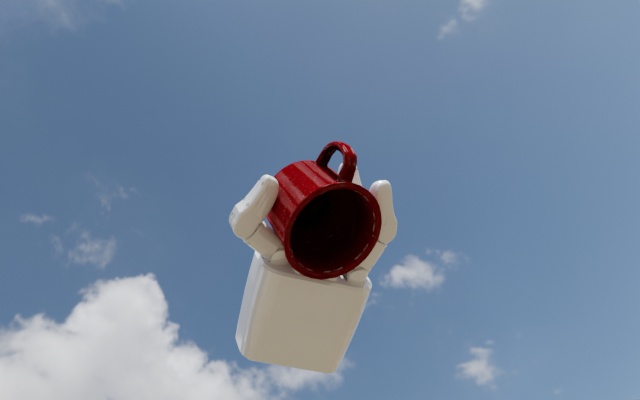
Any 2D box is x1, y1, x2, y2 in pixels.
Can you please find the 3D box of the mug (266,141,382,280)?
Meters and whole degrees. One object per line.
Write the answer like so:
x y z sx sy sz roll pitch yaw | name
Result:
0.000 0.000 0.438 0.093 0.117 0.081 9 19 -28 | mug
